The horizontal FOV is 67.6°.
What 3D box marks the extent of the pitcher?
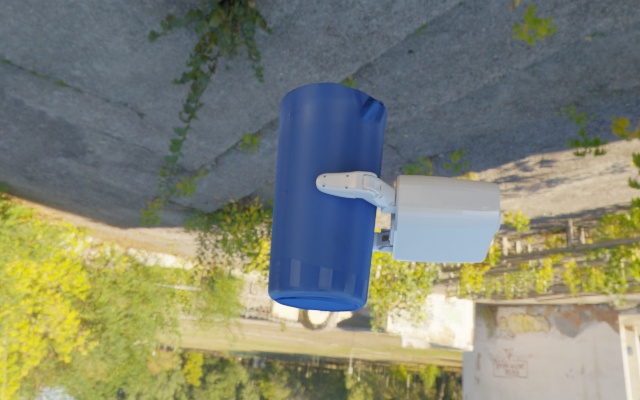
[{"bbox_3d":[0.000,0.002,0.559,0.145,0.242,0.149,3,-20,8],"label":"pitcher"}]
